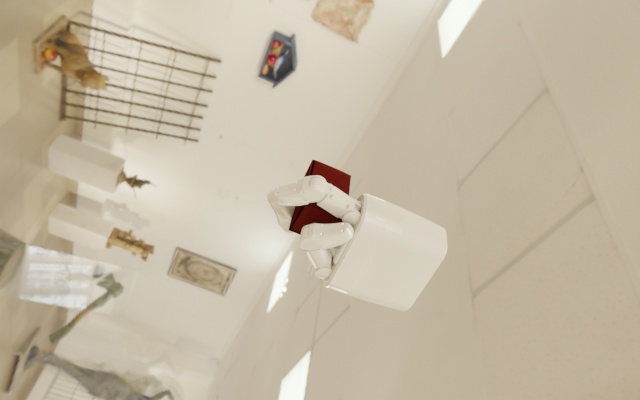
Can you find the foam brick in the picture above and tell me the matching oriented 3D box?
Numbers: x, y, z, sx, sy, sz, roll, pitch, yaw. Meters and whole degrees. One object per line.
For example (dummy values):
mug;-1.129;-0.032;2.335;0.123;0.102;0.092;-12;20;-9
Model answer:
foam brick;0.000;0.002;0.562;0.051;0.078;0.053;20;-46;-9
